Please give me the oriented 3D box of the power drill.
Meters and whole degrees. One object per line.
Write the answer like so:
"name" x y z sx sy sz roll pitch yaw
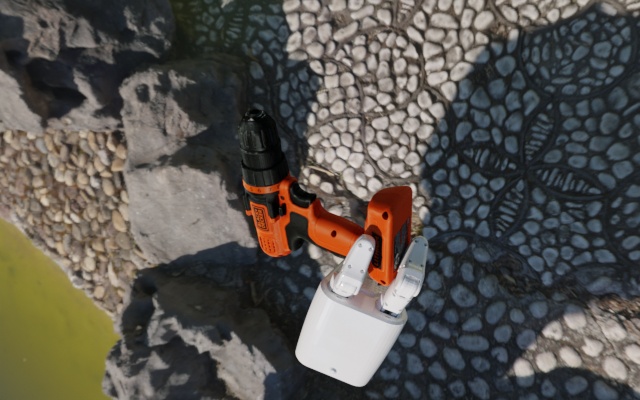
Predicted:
"power drill" 0.000 0.002 0.499 0.187 0.185 0.057 18 44 29
